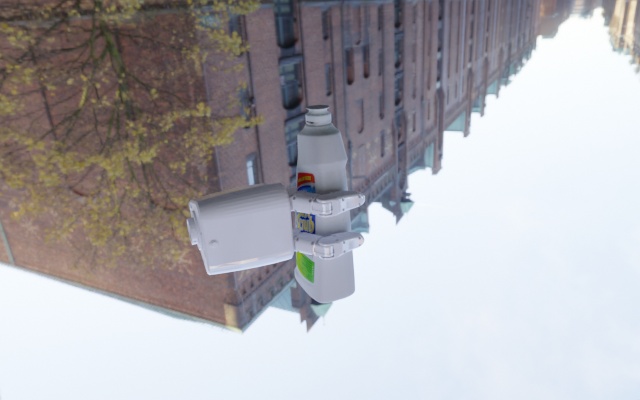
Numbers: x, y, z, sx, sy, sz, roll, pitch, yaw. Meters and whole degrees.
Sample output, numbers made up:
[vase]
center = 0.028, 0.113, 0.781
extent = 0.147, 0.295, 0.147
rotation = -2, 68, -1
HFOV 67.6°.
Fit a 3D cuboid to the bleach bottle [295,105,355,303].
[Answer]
[bleach bottle]
center = 0.000, 0.002, 0.623
extent = 0.068, 0.251, 0.102
rotation = -12, 23, -21
